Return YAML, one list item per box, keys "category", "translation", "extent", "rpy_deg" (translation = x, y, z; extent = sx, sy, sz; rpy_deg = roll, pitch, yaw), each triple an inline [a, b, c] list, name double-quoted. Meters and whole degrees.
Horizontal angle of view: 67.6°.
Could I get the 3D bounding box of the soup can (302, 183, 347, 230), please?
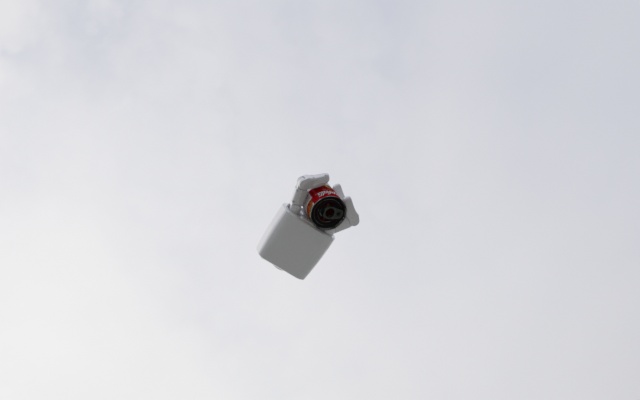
- category: "soup can"
  translation: [0.000, 0.002, 0.892]
  extent: [0.068, 0.068, 0.102]
  rpy_deg: [0, 24, -19]
